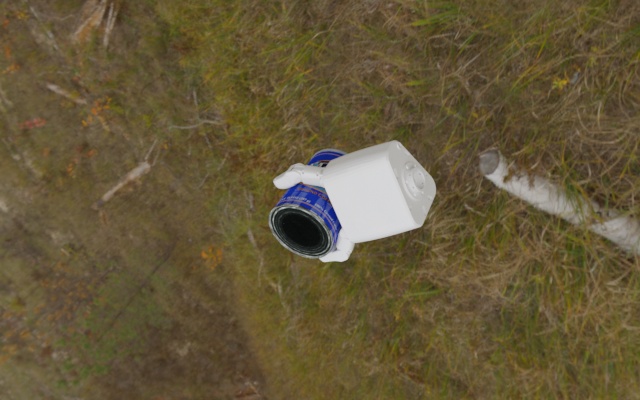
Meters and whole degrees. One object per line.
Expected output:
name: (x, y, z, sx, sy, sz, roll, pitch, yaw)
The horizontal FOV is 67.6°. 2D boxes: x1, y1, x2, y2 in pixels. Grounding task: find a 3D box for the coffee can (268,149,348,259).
coffee can: (0.000, 0.002, 0.720, 0.103, 0.103, 0.140, 0, 38, 32)
